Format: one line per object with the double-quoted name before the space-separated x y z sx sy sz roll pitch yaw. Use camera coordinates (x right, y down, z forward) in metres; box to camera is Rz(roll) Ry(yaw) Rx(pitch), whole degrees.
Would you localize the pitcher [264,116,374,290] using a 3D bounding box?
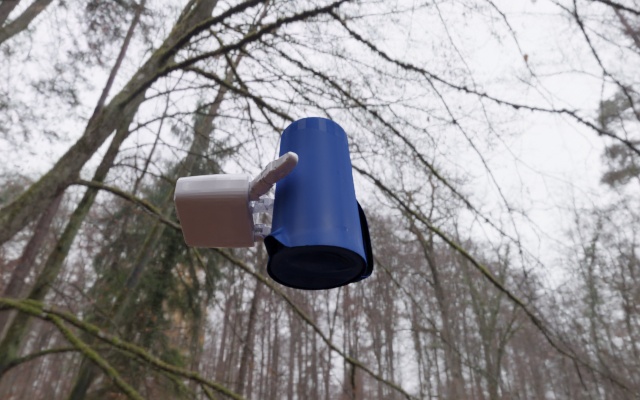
"pitcher" 0.000 0.002 0.701 0.145 0.242 0.149 -4 -35 3
